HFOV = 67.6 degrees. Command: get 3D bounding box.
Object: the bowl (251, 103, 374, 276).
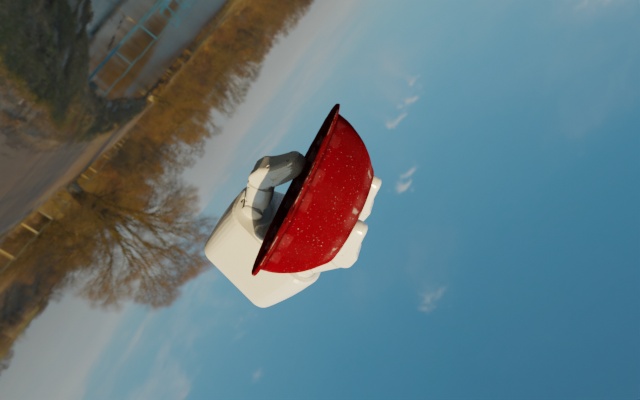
[{"bbox_3d":[0.001,0.001,0.408,0.055,0.162,0.162,26,-3,-6],"label":"bowl"}]
